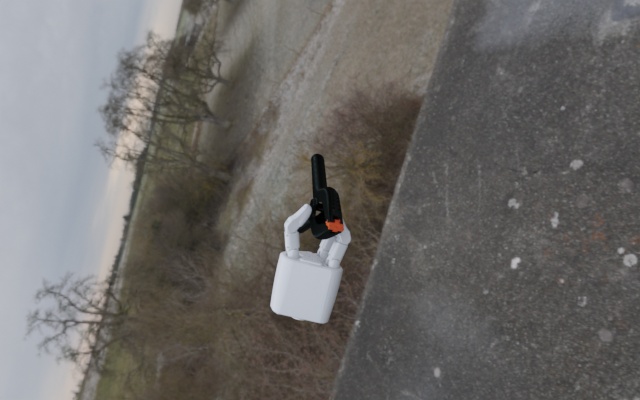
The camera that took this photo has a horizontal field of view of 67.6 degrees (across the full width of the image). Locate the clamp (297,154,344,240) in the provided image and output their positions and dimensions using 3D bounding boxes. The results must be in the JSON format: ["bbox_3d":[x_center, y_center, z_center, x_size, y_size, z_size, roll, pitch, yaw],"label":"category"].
[{"bbox_3d":[-0.001,0.003,0.869,0.036,0.164,0.210,9,8,-19],"label":"clamp"}]
